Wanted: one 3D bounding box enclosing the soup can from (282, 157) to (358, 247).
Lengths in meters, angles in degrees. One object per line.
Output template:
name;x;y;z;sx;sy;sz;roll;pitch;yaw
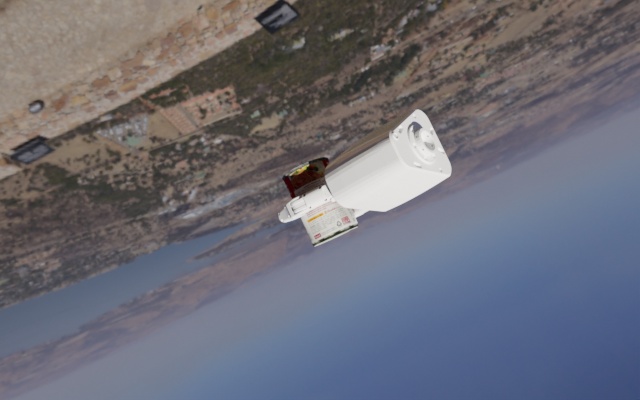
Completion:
soup can;0.000;0.003;0.640;0.068;0.102;0.068;-24;-6;-3
